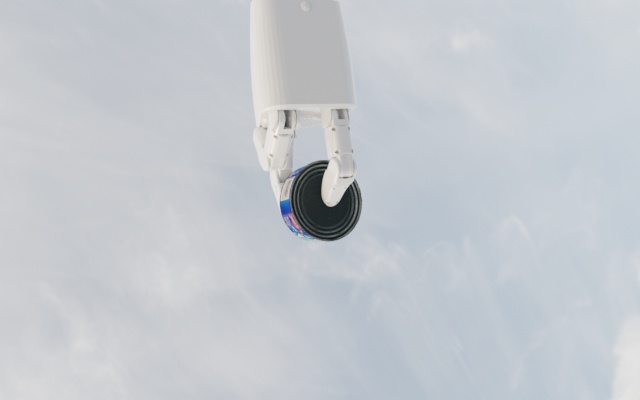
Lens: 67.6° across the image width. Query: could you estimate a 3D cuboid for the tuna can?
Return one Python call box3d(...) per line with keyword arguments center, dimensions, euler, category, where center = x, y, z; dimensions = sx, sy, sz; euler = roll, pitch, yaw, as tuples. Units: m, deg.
box3d(center=(0.000, 0.002, 0.512), dimensions=(0.086, 0.086, 0.034), euler=(0, -6, -28), category="tuna can")
